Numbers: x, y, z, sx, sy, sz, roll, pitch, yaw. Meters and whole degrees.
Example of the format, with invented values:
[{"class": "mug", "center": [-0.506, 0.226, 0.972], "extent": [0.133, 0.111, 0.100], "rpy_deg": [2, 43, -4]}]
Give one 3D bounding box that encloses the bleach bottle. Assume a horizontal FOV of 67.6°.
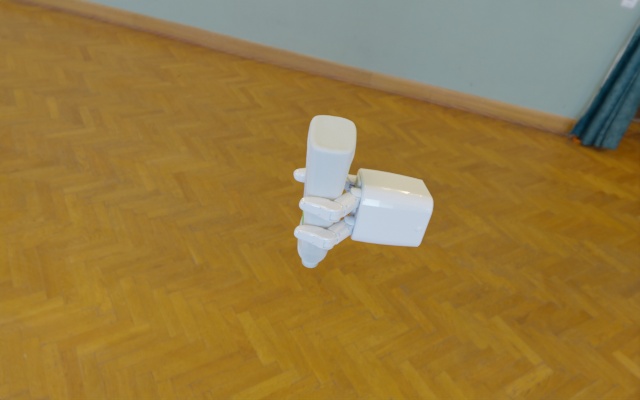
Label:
[{"class": "bleach bottle", "center": [0.000, 0.002, 0.740], "extent": [0.068, 0.251, 0.102], "rpy_deg": [8, 39, -2]}]
